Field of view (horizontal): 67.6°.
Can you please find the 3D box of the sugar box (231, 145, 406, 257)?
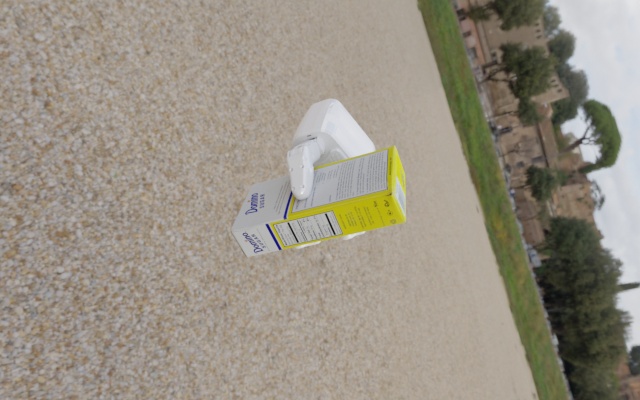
[{"bbox_3d":[0.000,0.002,0.510,0.176,0.048,0.093,-16,30,20],"label":"sugar box"}]
